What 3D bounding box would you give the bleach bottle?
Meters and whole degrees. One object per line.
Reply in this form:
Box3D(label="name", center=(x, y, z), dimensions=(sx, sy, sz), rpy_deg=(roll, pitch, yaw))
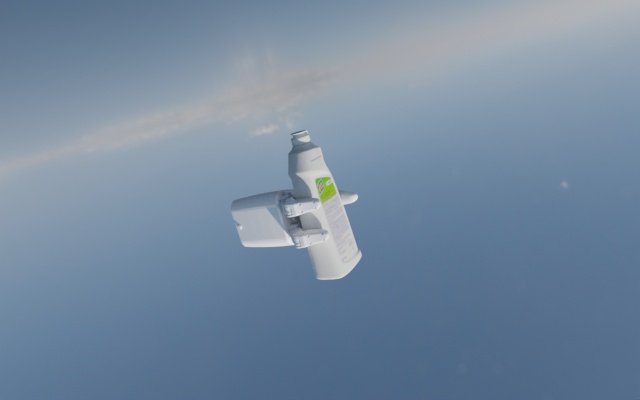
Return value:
Box3D(label="bleach bottle", center=(0.000, 0.003, 0.816), dimensions=(0.068, 0.251, 0.102), rpy_deg=(-8, 16, 28))
